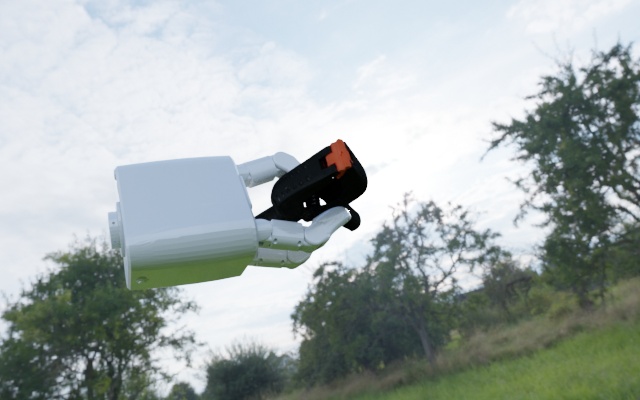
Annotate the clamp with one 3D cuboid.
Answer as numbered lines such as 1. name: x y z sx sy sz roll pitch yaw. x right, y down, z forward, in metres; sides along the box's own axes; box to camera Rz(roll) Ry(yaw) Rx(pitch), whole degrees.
1. clamp: 0.000 0.001 0.485 0.164 0.036 0.210 -8 -21 -26
